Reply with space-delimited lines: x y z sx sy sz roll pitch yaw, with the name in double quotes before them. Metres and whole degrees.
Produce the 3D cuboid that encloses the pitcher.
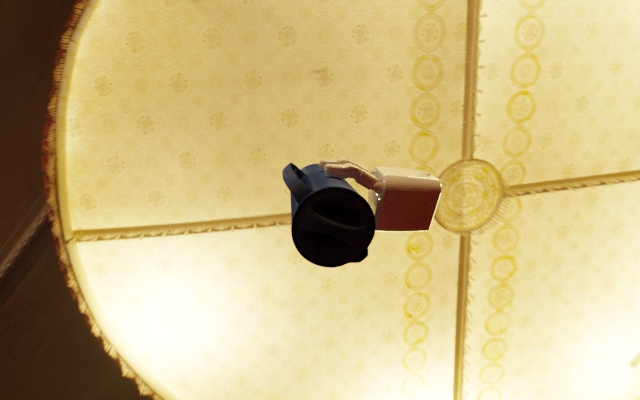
"pitcher" 0.000 0.003 0.844 0.145 0.149 0.242 1 17 -8
